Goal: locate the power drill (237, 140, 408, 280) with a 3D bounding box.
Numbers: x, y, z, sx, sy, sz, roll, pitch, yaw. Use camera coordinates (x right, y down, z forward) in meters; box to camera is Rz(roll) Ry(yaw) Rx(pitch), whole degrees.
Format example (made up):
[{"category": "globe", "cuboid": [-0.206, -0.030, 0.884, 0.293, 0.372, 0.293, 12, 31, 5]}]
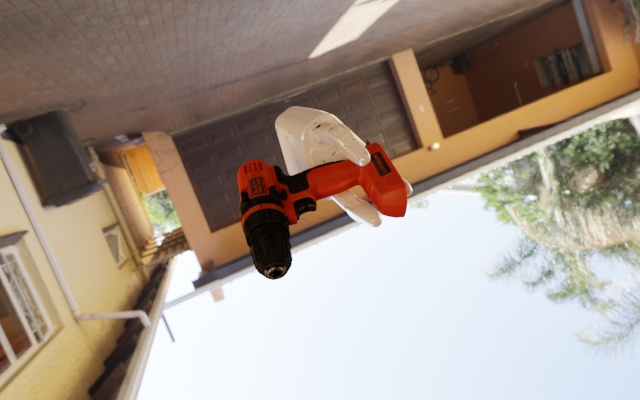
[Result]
[{"category": "power drill", "cuboid": [0.000, 0.002, 0.552, 0.187, 0.057, 0.184, -12, 42, -8]}]
